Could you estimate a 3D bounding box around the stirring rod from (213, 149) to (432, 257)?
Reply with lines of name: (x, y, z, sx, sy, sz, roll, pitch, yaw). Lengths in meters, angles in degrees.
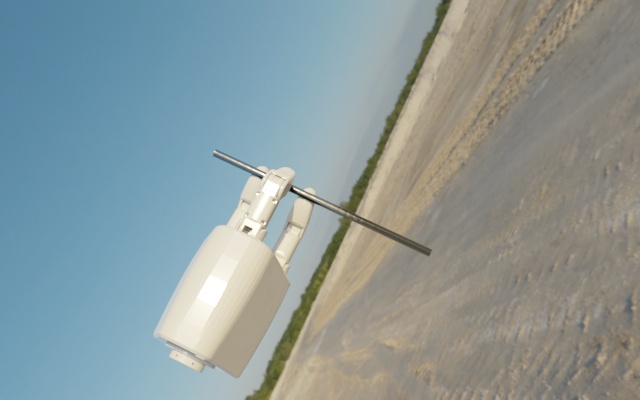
stirring rod: (0.000, 0.002, 0.483, 0.239, 0.011, 0.011, 25, 2, 4)
